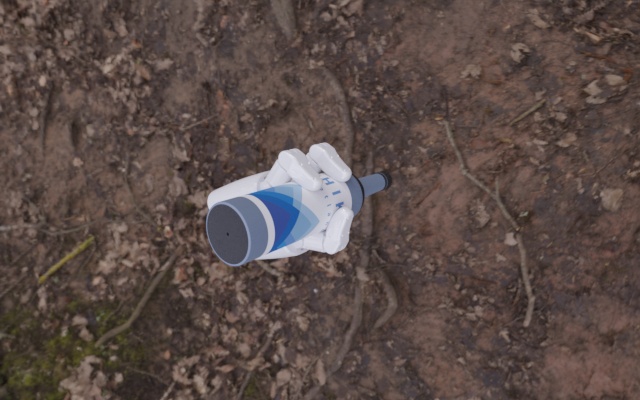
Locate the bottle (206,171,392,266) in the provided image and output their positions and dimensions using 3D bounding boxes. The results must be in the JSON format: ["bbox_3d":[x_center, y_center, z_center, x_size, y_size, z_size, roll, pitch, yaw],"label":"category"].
[{"bbox_3d":[0.000,0.002,0.581,0.069,0.069,0.295,0,12,40],"label":"bottle"}]
